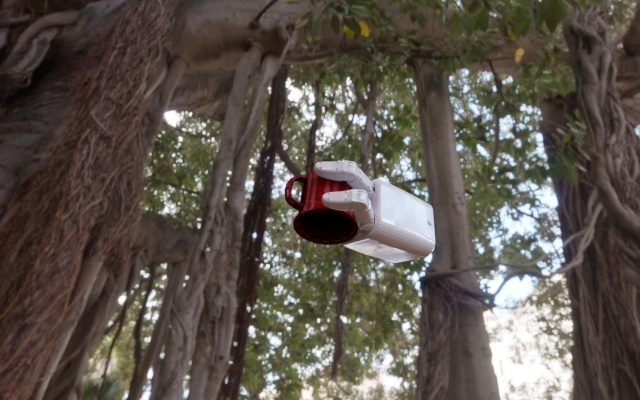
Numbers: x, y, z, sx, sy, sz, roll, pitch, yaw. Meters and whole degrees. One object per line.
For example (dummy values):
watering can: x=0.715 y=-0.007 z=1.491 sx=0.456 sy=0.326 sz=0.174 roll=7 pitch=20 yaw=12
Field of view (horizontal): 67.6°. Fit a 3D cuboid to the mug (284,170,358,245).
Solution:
mug: x=-0.001 y=0.002 z=0.693 sx=0.117 sy=0.081 sz=0.093 roll=23 pitch=-40 yaw=-22
